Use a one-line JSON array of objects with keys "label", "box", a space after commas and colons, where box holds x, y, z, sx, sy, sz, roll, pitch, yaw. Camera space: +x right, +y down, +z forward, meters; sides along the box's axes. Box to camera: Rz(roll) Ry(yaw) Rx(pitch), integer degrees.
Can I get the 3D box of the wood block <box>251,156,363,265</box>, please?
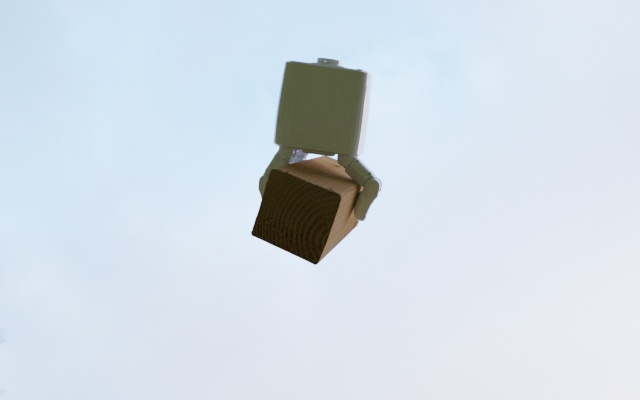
[{"label": "wood block", "box": [0.001, 0.002, 0.639, 0.091, 0.090, 0.206, 23, 15, 13]}]
